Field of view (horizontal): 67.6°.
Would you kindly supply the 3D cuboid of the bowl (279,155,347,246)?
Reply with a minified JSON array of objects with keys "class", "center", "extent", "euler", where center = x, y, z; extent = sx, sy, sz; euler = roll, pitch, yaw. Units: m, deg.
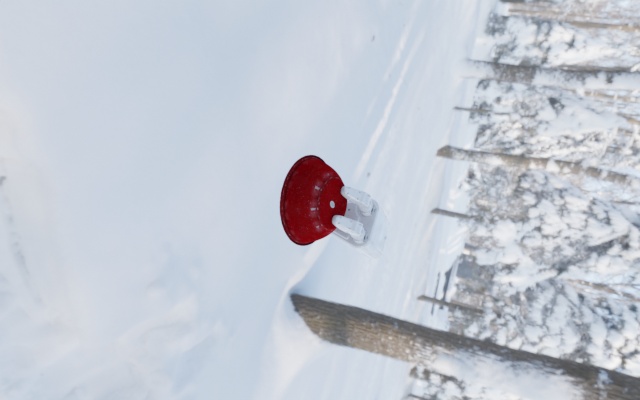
[{"class":"bowl","center":[0.000,0.003,0.825],"extent":[0.055,0.162,0.162],"euler":[7,4,35]}]
